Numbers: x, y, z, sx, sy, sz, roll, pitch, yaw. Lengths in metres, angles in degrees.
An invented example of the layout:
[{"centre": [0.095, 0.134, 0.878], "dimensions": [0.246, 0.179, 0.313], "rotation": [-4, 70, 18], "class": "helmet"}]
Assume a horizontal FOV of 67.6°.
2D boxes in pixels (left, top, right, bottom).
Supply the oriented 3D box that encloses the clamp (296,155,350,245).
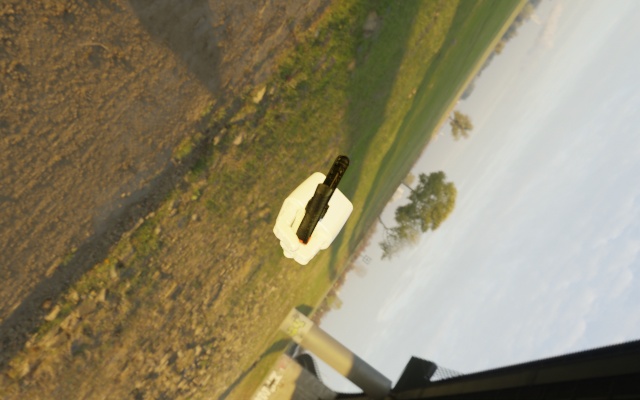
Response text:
[{"centre": [0.001, 0.003, 0.803], "dimensions": [0.039, 0.172, 0.120], "rotation": [35, 44, 6], "class": "clamp"}]
